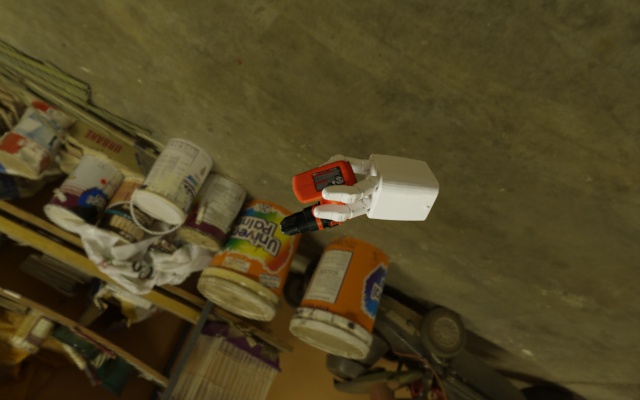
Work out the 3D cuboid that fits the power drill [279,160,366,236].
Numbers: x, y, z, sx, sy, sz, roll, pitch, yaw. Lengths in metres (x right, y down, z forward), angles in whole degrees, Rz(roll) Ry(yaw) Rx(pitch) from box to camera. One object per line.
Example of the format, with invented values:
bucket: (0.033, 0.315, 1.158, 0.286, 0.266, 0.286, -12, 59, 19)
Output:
power drill: (0.000, 0.003, 0.881, 0.184, 0.057, 0.188, -20, -21, -1)
